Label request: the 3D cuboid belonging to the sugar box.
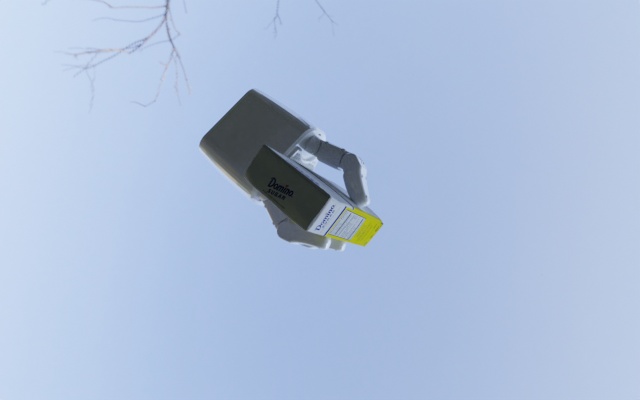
[{"bbox_3d":[0.000,0.002,0.516,0.093,0.048,0.176,39,9,25],"label":"sugar box"}]
